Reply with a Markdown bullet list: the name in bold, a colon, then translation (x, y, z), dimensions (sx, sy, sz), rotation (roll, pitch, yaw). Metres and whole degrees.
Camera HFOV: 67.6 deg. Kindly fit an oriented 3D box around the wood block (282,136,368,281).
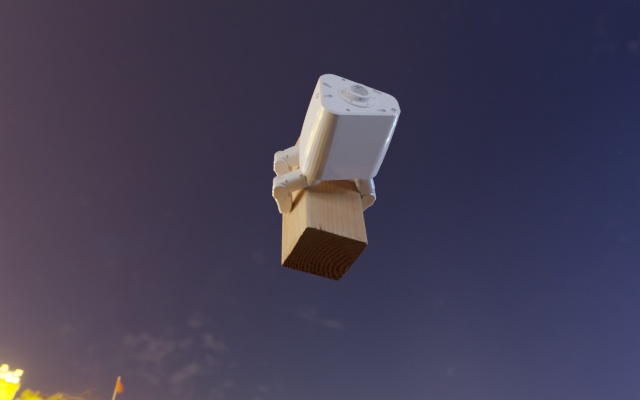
- **wood block**: translation (0.001, 0.002, 0.706), dimensions (0.091, 0.206, 0.090), rotation (17, -50, -19)
